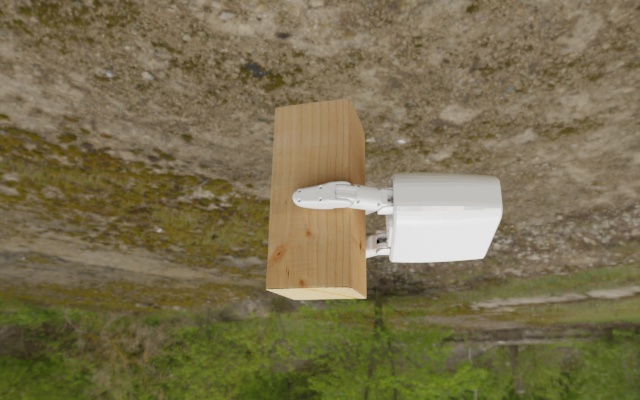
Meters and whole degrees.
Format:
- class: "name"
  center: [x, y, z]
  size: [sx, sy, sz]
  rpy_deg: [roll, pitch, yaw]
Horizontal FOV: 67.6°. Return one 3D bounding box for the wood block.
- class: "wood block"
  center: [0.000, 0.002, 0.538]
  size: [0.090, 0.206, 0.091]
  rpy_deg: [-4, -19, 15]
